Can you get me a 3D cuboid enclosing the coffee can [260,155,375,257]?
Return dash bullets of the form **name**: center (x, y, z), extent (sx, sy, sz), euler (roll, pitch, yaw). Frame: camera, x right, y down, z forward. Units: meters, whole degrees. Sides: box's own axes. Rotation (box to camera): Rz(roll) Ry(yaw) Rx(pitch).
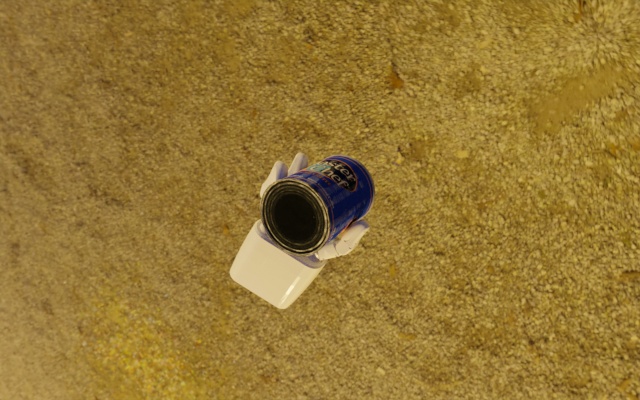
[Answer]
- **coffee can**: center (0.000, 0.002, 0.646), extent (0.103, 0.103, 0.140), euler (0, 16, 30)
